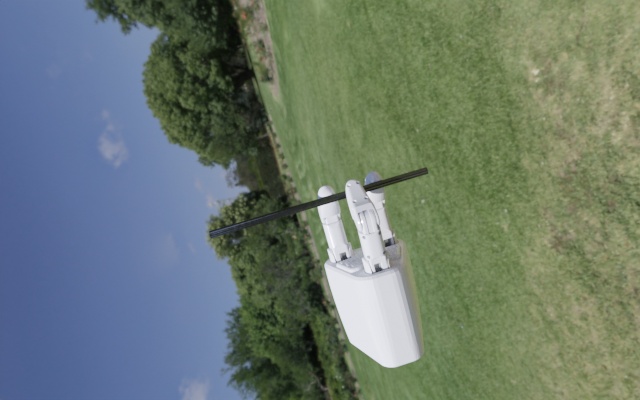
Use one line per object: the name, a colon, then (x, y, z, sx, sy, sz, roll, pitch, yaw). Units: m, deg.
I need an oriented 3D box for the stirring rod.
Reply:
stirring rod: (0.000, 0.002, 0.507, 0.239, 0.011, 0.011, -17, 1, -4)
